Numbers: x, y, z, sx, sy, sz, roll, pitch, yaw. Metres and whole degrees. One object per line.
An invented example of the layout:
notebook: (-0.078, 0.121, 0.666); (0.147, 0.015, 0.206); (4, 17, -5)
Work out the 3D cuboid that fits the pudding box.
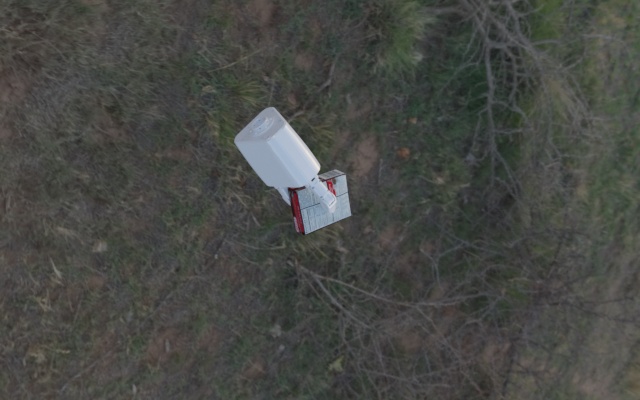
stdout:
pudding box: (0.000, 0.003, 0.880); (0.113, 0.090, 0.039); (-20, 24, -27)
